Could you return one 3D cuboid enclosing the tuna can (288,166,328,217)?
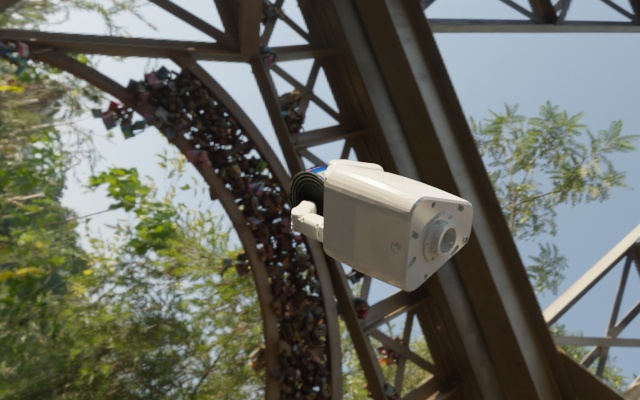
[{"bbox_3d":[0.000,0.002,0.590,0.033,0.086,0.086,-21,14,-40],"label":"tuna can"}]
